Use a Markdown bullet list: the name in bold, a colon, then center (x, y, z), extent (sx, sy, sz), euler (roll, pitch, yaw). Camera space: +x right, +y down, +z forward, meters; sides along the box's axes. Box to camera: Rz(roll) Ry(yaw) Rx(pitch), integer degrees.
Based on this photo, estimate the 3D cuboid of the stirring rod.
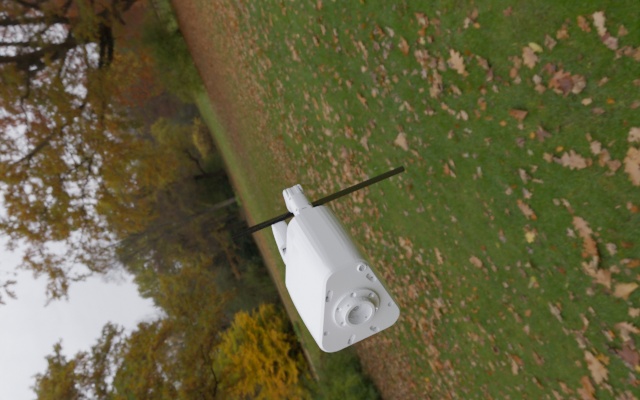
- **stirring rod**: center (0.000, 0.002, 0.612), extent (0.239, 0.011, 0.011), euler (-22, 4, -10)
